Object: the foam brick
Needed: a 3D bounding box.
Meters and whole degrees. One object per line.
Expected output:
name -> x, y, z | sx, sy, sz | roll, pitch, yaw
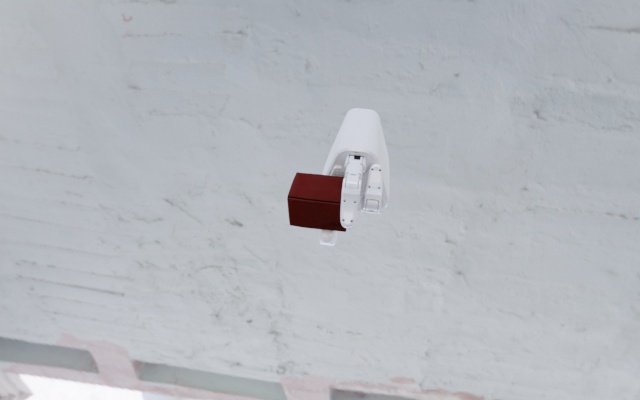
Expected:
foam brick -> 0.000, 0.002, 0.624 | 0.078, 0.053, 0.051 | 7, 45, 5
